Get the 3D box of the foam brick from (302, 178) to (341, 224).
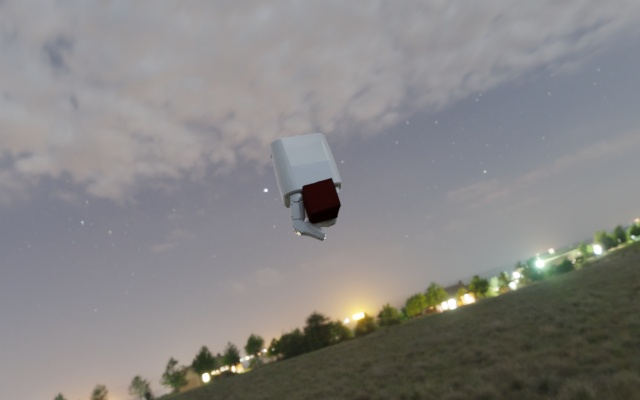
[{"bbox_3d":[0.000,0.003,0.804,0.053,0.051,0.078,-15,-15,-7],"label":"foam brick"}]
